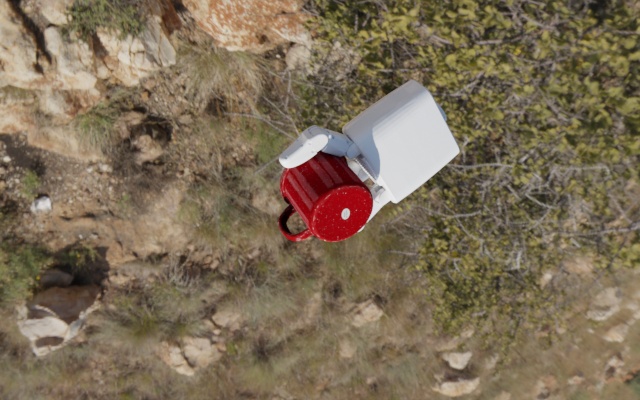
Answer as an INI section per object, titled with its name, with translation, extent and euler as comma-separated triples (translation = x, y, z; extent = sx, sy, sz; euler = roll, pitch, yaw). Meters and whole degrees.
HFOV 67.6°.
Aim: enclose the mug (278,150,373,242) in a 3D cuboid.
[mug]
translation = -0.001, 0.003, 0.562
extent = 0.093, 0.117, 0.081
euler = 50, 2, -43
